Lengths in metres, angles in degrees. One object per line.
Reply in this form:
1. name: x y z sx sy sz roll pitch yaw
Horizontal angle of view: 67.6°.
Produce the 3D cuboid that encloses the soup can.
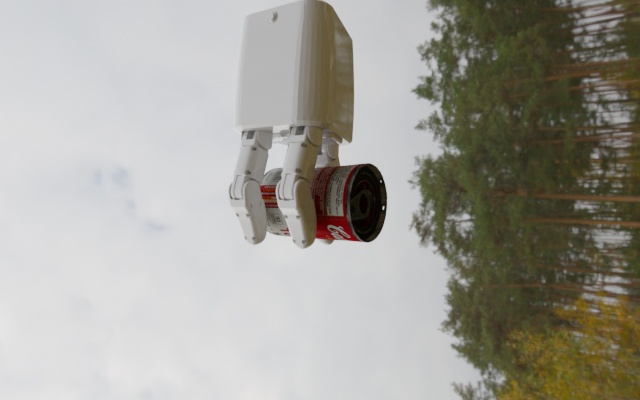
1. soup can: 0.000 0.002 0.436 0.102 0.068 0.068 1 0 34
